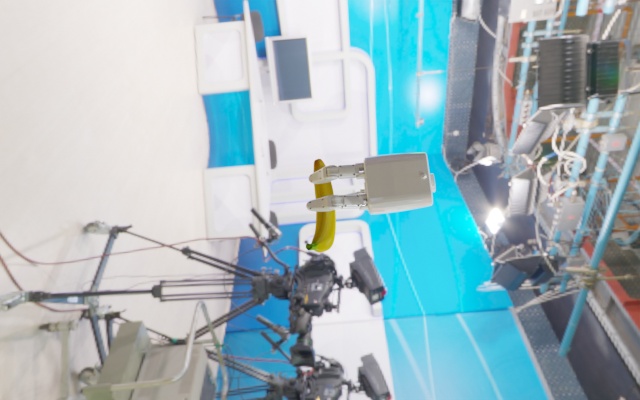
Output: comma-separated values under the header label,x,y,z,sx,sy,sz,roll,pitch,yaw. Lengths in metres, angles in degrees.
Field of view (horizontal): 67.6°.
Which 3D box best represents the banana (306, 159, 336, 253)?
label,x,y,z,sx,sy,sz,roll,pitch,yaw
banana,0.005,0.017,0.840,0.037,0.197,0.070,-8,-39,14
